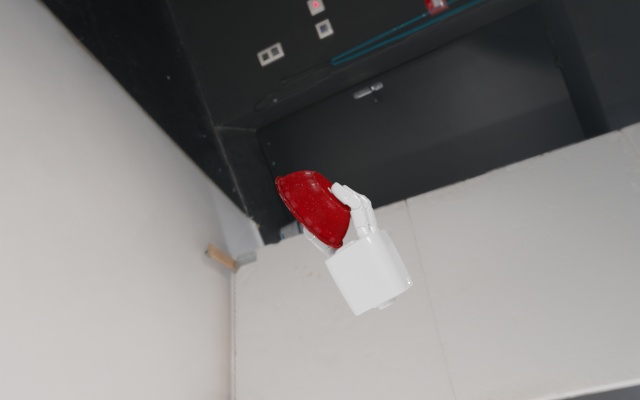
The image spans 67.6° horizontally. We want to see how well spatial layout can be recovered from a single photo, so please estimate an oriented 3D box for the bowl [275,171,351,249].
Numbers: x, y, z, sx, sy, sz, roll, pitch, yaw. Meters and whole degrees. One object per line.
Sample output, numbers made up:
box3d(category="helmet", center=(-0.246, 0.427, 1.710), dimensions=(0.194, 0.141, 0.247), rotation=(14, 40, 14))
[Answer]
box3d(category="bowl", center=(0.000, 0.001, 0.802), dimensions=(0.055, 0.162, 0.162), rotation=(-43, -13, 14))
